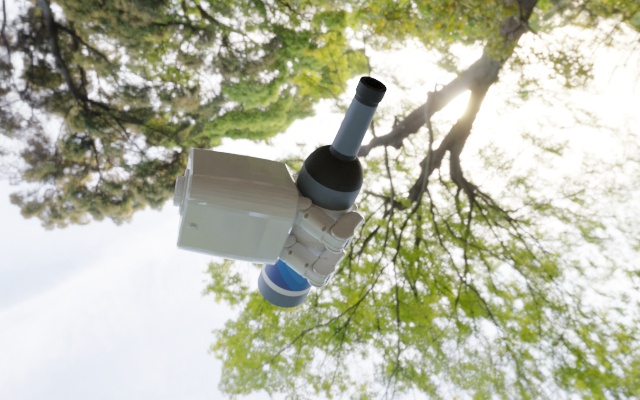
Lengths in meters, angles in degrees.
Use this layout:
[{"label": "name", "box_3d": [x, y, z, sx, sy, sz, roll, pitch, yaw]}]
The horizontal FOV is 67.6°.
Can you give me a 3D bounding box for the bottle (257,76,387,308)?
[{"label": "bottle", "box_3d": [0.000, 0.002, 0.520, 0.069, 0.296, 0.069, 15, 37, -12]}]
